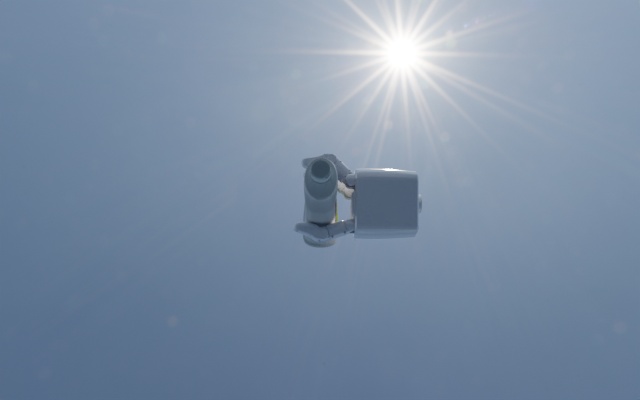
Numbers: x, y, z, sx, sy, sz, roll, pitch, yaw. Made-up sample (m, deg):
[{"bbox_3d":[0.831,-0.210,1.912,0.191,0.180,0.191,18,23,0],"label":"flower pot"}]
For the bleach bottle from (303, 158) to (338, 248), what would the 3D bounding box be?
[{"bbox_3d":[0.000,0.003,0.812,0.068,0.102,0.251,2,-19,1],"label":"bleach bottle"}]
